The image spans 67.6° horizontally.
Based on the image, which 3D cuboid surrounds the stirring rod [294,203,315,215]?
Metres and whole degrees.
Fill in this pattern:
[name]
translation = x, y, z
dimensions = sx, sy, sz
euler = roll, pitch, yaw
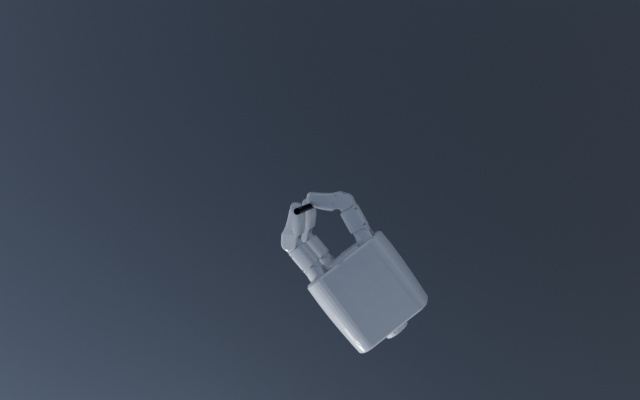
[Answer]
[stirring rod]
translation = 0.000, 0.002, 0.666
dimensions = 0.011, 0.011, 0.239
euler = 0, 5, 13
